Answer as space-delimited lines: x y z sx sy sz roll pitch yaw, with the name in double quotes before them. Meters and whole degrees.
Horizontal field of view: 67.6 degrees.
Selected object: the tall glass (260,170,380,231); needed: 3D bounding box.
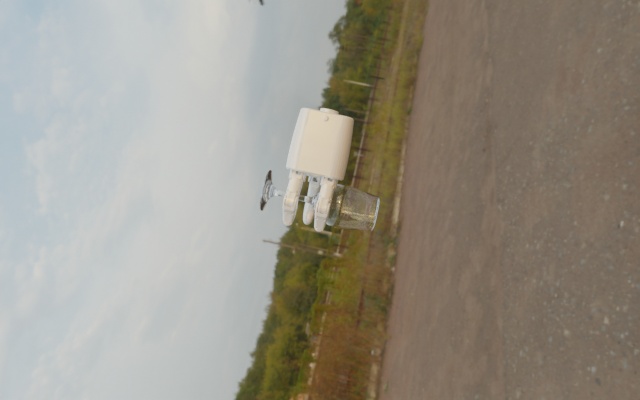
"tall glass" -0.001 0.003 0.840 0.201 0.079 0.079 13 1 3
